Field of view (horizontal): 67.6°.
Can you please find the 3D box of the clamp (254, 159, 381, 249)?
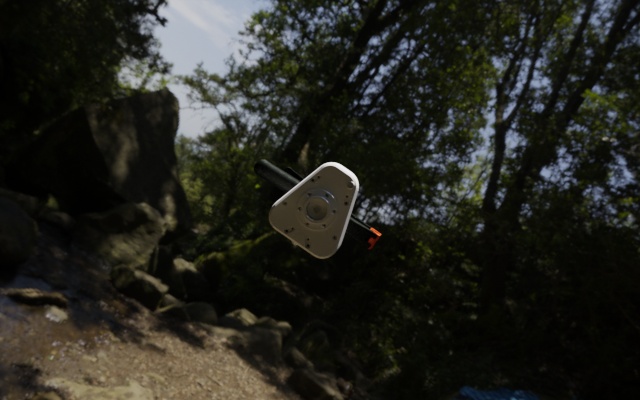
[{"bbox_3d":[0.001,0.002,0.750,0.210,0.036,0.164,34,6,2],"label":"clamp"}]
